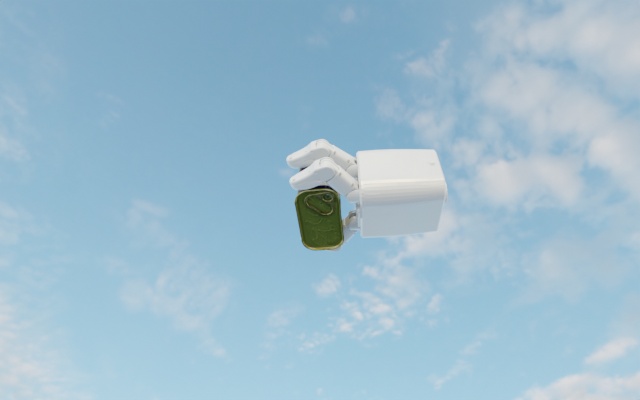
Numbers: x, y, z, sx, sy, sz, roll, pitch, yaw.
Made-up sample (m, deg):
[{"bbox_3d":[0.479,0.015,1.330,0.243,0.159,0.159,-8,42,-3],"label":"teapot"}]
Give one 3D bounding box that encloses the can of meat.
[{"bbox_3d":[0.000,0.002,0.649,0.057,0.102,0.084,-5,38,5],"label":"can of meat"}]
